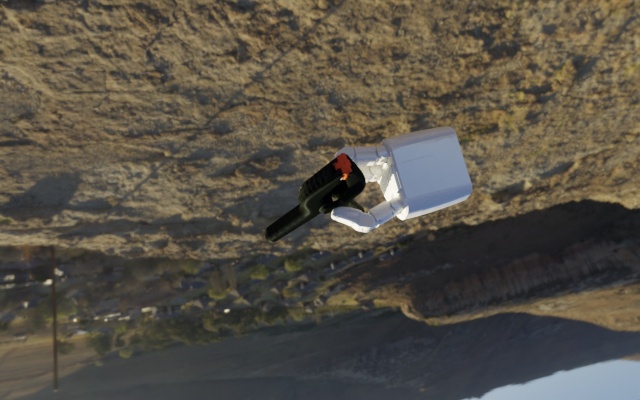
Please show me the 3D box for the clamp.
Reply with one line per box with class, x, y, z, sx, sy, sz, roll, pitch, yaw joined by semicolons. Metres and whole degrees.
clamp;0.001;0.003;0.667;0.164;0.036;0.210;-17;-21;-12
